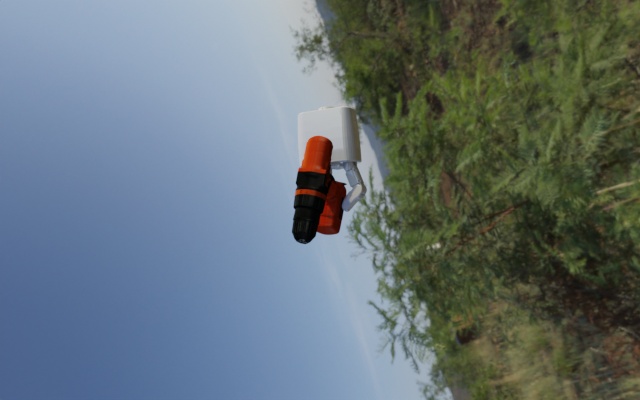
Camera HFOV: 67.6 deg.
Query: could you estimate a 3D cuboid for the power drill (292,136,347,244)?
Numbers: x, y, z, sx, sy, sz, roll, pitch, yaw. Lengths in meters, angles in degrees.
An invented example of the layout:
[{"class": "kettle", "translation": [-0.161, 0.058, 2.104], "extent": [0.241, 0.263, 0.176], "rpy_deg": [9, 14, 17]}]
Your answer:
[{"class": "power drill", "translation": [0.000, 0.003, 0.845], "extent": [0.057, 0.184, 0.188], "rpy_deg": [8, -17, 13]}]
